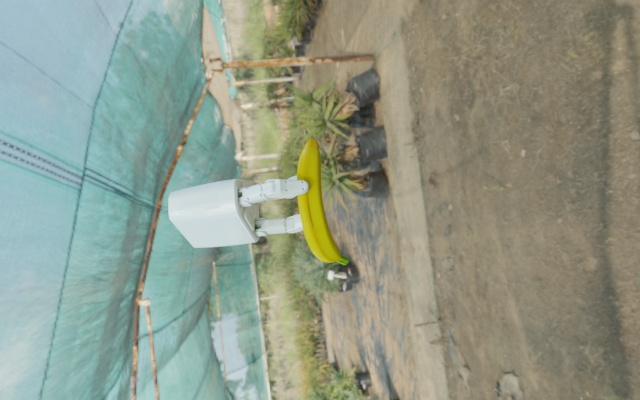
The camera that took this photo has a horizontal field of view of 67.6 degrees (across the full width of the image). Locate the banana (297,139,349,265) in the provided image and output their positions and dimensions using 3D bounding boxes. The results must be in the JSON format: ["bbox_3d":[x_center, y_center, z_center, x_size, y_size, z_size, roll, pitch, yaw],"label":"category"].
[{"bbox_3d":[-0.006,0.009,0.700,0.037,0.198,0.069,-11,5,24],"label":"banana"}]
